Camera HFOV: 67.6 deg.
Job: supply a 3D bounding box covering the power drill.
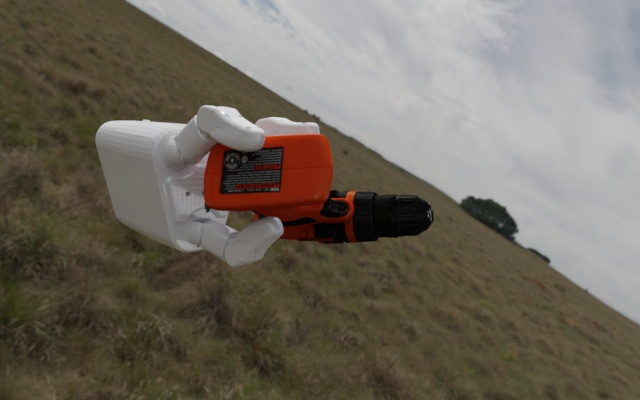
[{"bbox_3d":[0.000,0.001,0.425,0.184,0.057,0.188,-4,-17,18],"label":"power drill"}]
